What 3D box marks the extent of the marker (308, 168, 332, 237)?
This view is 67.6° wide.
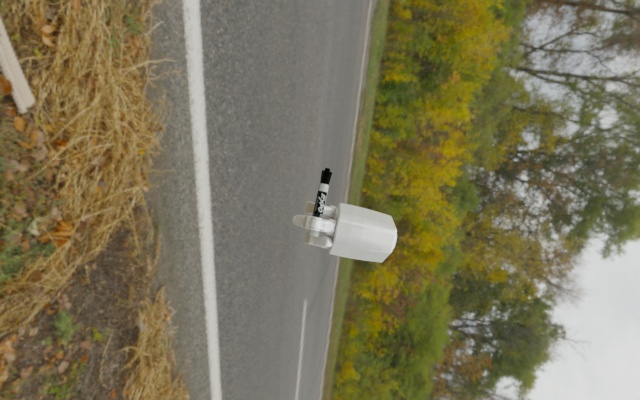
[{"bbox_3d":[0.000,0.003,0.835,0.020,0.121,0.020,12,-2,0],"label":"marker"}]
